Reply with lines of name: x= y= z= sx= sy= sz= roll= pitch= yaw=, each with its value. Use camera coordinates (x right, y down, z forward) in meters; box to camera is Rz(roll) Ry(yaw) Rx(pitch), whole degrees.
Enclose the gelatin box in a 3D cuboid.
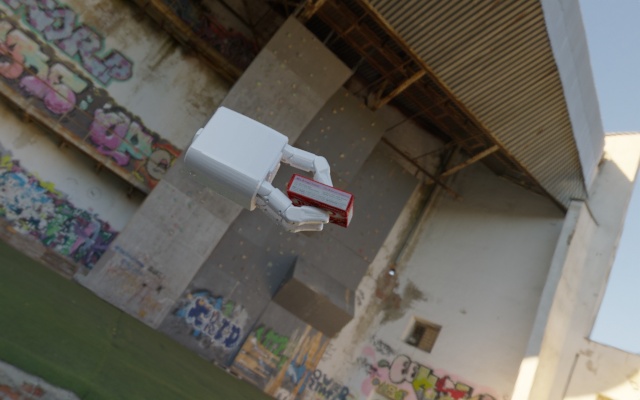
gelatin box: x=0.001 y=0.002 z=0.659 sx=0.089 sy=0.030 sz=0.073 roll=19 pitch=-18 yaw=10
